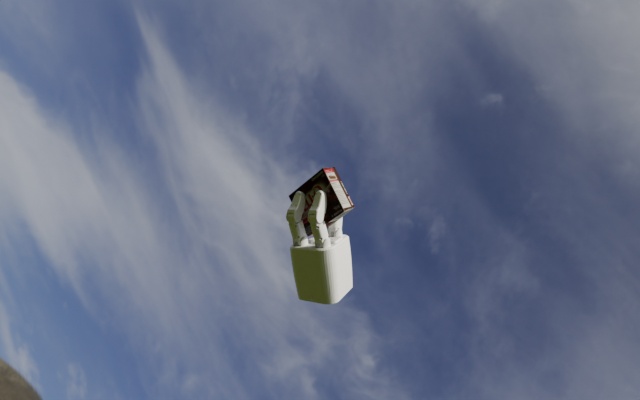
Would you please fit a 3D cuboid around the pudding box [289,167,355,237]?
[{"bbox_3d":[0.000,0.003,0.889,0.039,0.090,0.113,-12,-19,-49],"label":"pudding box"}]
